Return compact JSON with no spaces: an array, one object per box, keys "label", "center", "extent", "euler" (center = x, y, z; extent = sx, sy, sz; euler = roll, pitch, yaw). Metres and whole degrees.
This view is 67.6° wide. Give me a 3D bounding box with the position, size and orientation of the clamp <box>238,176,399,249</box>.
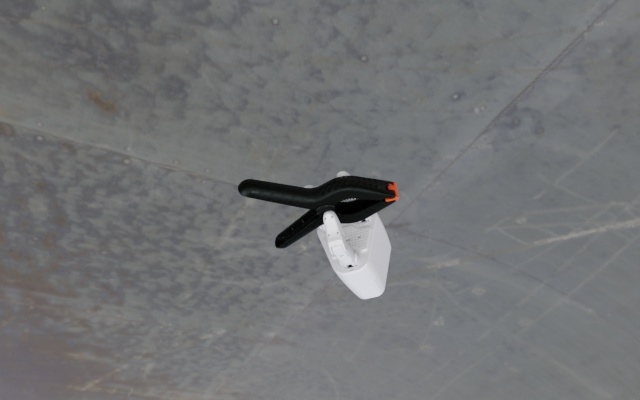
[{"label":"clamp","center":[0.001,0.003,0.664],"extent":[0.210,0.036,0.165],"euler":[-15,-36,15]}]
